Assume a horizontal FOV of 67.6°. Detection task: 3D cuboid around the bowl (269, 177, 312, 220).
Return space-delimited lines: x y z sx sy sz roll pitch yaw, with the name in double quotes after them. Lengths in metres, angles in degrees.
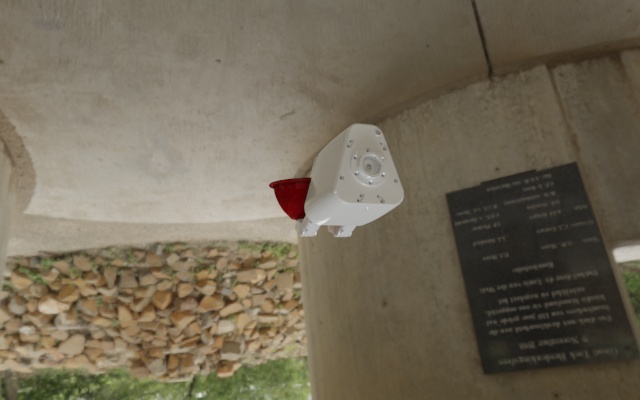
0.000 0.003 0.745 0.162 0.055 0.162 0 -6 0 "bowl"
